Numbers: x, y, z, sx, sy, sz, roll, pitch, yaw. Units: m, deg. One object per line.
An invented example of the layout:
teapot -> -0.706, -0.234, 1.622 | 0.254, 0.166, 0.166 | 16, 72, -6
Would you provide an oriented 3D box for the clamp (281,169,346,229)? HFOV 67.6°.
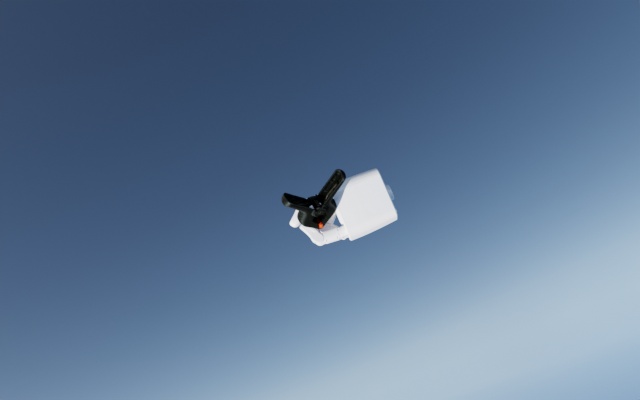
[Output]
clamp -> 0.000, 0.004, 0.886 | 0.120, 0.039, 0.171 | -23, -22, 1
